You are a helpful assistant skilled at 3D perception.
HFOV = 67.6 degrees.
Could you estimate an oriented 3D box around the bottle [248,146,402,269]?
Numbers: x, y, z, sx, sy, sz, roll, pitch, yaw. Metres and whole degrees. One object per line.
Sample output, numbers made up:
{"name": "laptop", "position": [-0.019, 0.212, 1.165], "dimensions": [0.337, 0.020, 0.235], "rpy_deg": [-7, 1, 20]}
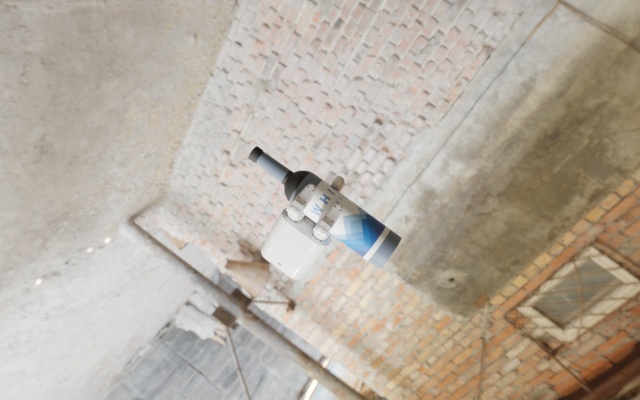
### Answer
{"name": "bottle", "position": [0.000, 0.003, 0.821], "dimensions": [0.295, 0.069, 0.069], "rpy_deg": [36, 3, 4]}
